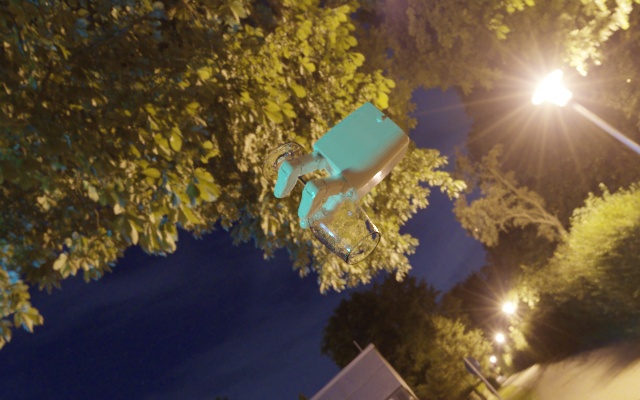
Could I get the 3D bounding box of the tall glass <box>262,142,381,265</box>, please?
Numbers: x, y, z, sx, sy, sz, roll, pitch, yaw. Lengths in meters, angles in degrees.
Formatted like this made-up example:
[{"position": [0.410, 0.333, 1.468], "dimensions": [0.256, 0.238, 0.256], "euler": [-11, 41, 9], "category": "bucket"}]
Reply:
[{"position": [0.000, 0.002, 0.698], "dimensions": [0.079, 0.079, 0.201], "euler": [0, 40, -52], "category": "tall glass"}]
